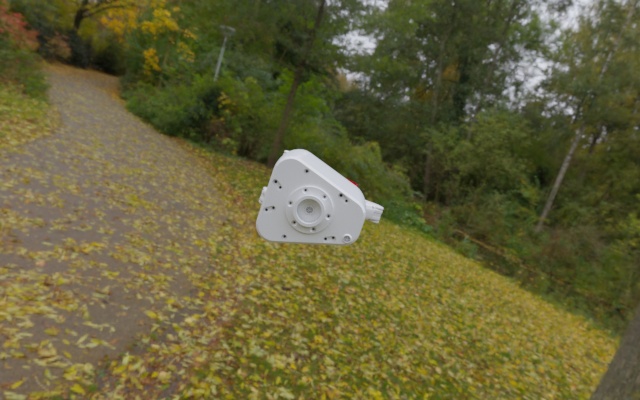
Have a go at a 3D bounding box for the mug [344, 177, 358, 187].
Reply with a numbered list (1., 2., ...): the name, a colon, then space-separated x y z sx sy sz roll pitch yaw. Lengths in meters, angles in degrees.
1. mug: 0.000 0.002 0.642 0.093 0.081 0.117 19 9 -1
